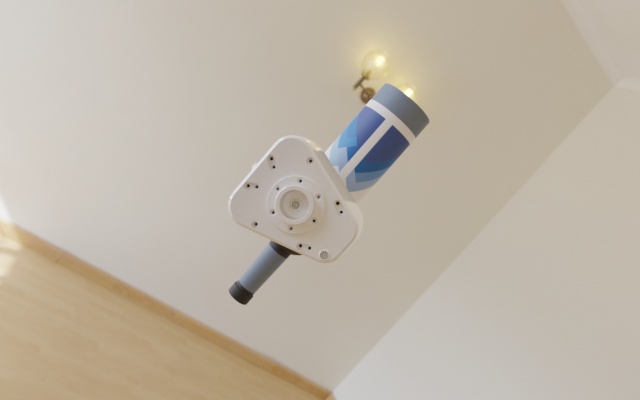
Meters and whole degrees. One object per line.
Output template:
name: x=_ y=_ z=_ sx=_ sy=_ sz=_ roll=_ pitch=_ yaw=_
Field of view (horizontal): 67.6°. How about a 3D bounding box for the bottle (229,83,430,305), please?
bottle: x=0.000 y=0.002 z=0.544 sx=0.069 sy=0.296 sz=0.069 roll=41 pitch=4 yaw=-4
